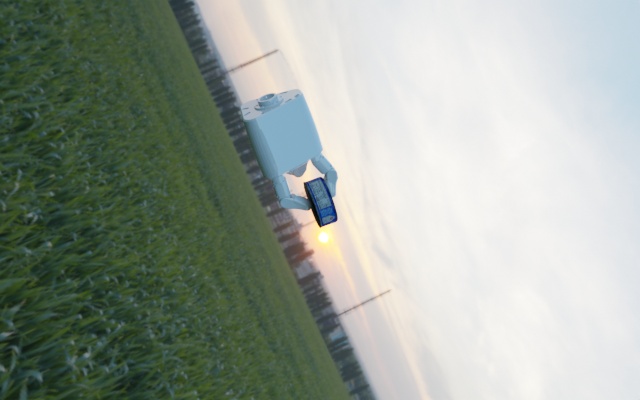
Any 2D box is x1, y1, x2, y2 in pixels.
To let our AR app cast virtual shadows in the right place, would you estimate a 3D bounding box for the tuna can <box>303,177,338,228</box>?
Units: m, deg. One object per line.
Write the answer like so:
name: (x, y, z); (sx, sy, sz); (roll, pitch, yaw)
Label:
tuna can: (0.001, 0.003, 0.831); (0.034, 0.086, 0.086); (-20, 2, -7)
